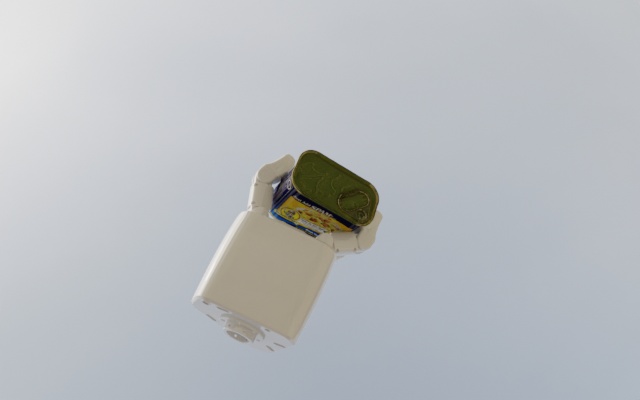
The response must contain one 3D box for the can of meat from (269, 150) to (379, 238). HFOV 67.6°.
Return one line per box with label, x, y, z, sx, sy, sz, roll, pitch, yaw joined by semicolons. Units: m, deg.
can of meat;0.000;0.002;0.539;0.102;0.057;0.084;29;-33;-13
